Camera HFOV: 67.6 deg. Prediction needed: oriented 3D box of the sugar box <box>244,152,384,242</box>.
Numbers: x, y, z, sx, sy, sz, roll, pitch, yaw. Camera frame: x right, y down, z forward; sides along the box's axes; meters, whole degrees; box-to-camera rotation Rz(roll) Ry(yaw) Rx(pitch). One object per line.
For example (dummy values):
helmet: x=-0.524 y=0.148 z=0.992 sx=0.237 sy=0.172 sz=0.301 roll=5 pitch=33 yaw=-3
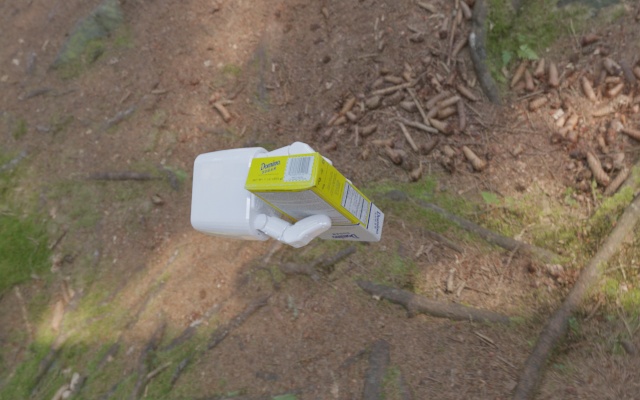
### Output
sugar box: x=0.000 y=0.001 z=0.579 sx=0.093 sy=0.048 sz=0.176 roll=0 pitch=-20 yaw=32
